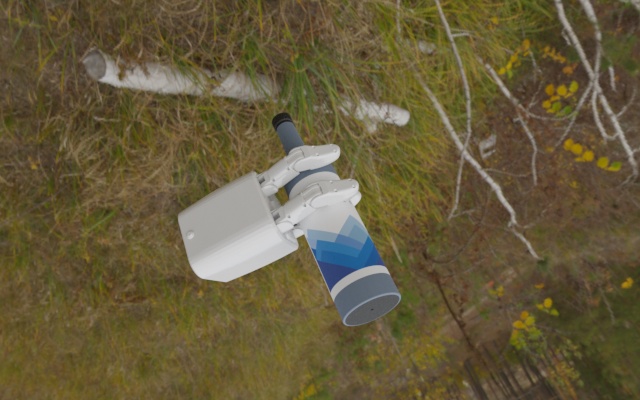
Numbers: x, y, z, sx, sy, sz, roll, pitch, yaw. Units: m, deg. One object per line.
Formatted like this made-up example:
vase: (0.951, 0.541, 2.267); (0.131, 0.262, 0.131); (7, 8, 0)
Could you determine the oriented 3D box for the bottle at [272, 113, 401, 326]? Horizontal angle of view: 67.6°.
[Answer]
bottle: (0.000, 0.002, 0.573); (0.069, 0.295, 0.069); (-18, -33, -12)
